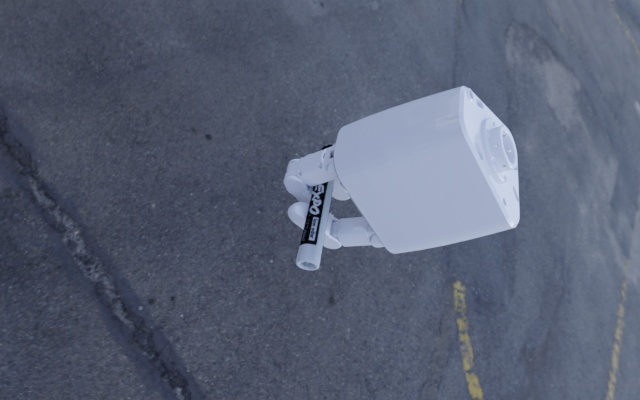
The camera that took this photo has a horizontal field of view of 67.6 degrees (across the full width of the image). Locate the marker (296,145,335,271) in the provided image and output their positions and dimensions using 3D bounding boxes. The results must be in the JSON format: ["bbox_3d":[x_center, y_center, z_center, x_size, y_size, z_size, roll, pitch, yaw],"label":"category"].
[{"bbox_3d":[0.000,0.001,0.409,0.020,0.121,0.020,9,-32,5],"label":"marker"}]
